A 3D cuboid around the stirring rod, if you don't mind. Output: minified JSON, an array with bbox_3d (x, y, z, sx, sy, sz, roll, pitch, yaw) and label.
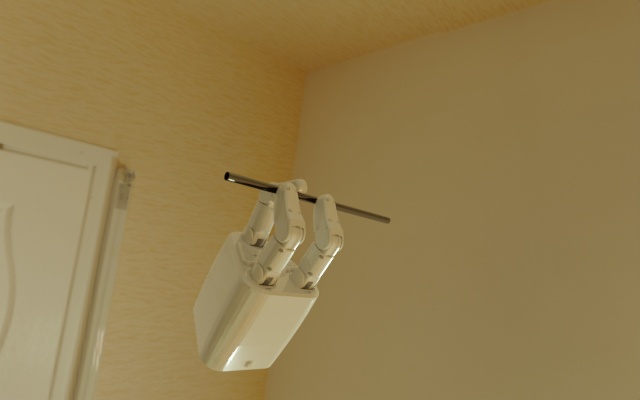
[{"bbox_3d":[0.000,0.002,0.506,0.011,0.011,0.239,0,-11,45],"label":"stirring rod"}]
